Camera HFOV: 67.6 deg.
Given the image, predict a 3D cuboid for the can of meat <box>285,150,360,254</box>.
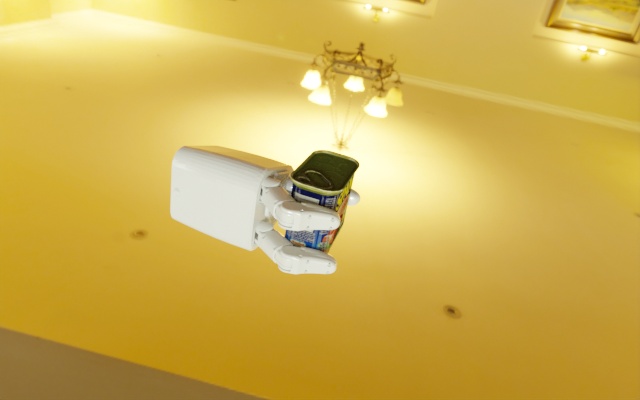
[{"bbox_3d":[0.000,0.002,0.532,0.057,0.084,0.102,17,29,11],"label":"can of meat"}]
